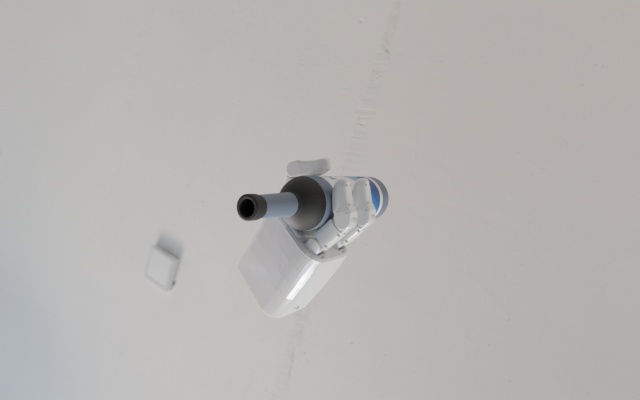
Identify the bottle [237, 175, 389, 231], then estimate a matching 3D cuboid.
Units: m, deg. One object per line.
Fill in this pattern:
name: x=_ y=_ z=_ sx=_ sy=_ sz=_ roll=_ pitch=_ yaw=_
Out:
bottle: x=0.000 y=0.002 z=0.601 sx=0.069 sy=0.069 sz=0.295 roll=0 pitch=2 yaw=30
